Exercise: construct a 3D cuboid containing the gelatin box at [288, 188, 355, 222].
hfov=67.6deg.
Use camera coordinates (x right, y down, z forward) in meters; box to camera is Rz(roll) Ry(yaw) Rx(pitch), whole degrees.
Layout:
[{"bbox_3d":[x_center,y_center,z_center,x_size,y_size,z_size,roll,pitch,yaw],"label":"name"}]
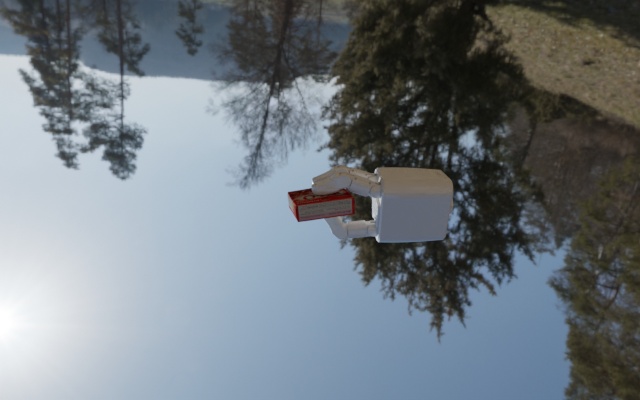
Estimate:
[{"bbox_3d":[0.000,0.003,0.720,0.089,0.030,0.073,-9,18,-11],"label":"gelatin box"}]
